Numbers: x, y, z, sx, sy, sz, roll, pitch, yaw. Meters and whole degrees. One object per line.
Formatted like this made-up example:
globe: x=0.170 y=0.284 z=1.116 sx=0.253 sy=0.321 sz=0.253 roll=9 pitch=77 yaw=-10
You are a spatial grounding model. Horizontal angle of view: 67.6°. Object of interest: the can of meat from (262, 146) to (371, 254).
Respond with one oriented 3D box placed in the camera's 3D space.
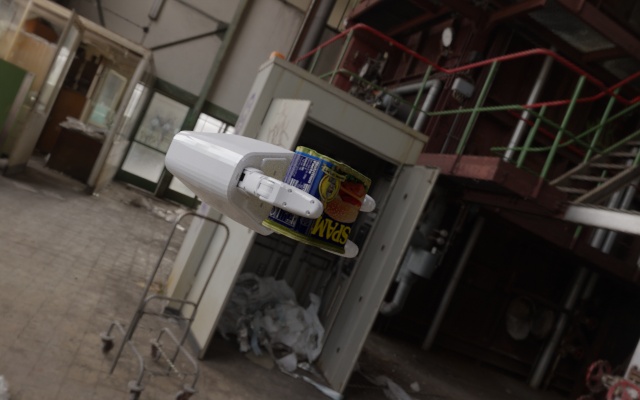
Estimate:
can of meat: x=0.000 y=0.001 z=0.484 sx=0.057 sy=0.084 sz=0.102 roll=22 pitch=-1 yaw=34
